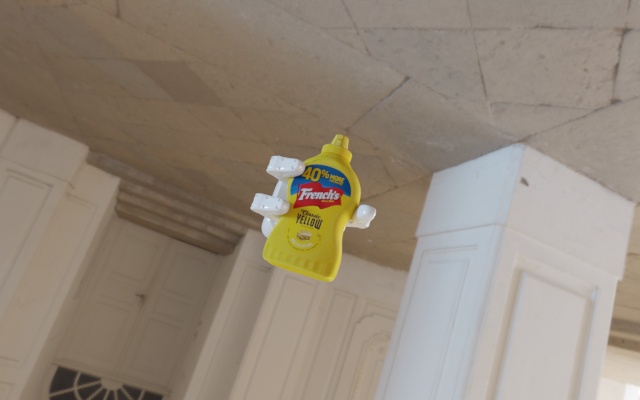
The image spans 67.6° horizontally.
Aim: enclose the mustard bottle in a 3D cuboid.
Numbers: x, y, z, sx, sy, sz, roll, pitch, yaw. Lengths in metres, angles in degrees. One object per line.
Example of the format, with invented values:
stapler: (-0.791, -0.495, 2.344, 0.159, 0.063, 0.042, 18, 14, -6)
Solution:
mustard bottle: (0.000, 0.002, 0.625, 0.096, 0.191, 0.058, 15, -15, 14)
